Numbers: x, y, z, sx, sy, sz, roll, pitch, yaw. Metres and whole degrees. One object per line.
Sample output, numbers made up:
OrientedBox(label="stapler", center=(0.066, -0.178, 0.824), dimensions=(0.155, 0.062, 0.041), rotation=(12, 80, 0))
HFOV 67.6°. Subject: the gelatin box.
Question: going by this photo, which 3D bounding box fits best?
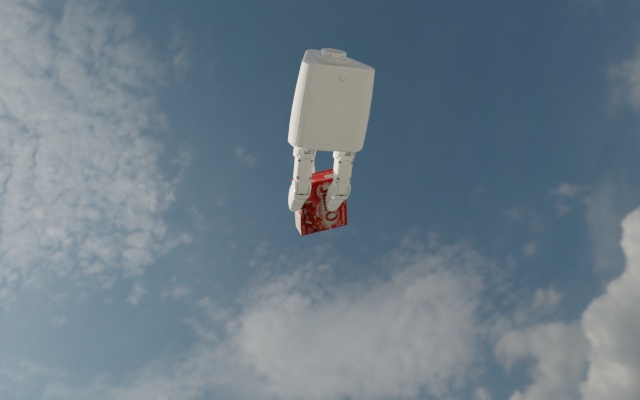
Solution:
OrientedBox(label="gelatin box", center=(0.000, 0.002, 0.691), dimensions=(0.073, 0.089, 0.030), rotation=(-13, 35, -14))
